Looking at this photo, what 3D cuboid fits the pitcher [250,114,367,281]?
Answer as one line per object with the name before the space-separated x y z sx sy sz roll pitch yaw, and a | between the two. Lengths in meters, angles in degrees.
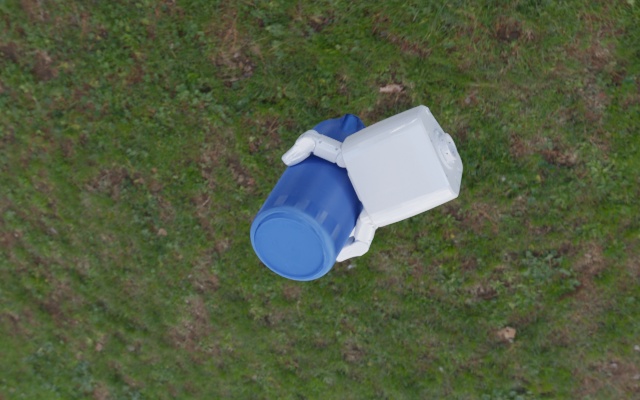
pitcher | 0.000 0.002 0.655 0.145 0.149 0.242 -21 22 31
